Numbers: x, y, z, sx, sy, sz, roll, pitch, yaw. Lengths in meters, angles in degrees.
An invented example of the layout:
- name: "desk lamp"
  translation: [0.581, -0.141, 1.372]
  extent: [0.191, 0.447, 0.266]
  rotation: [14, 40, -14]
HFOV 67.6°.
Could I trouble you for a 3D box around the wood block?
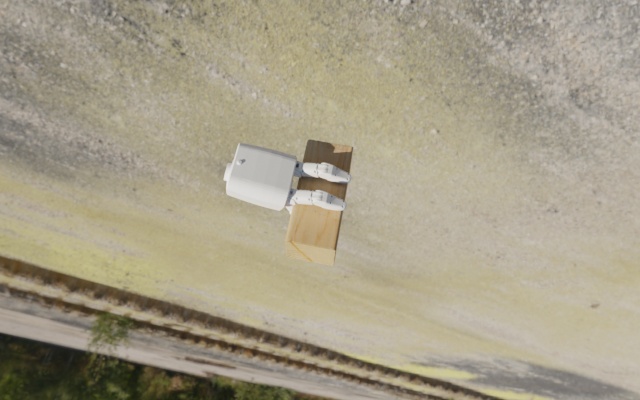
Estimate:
- name: "wood block"
  translation: [0.000, 0.003, 0.881]
  extent: [0.090, 0.206, 0.091]
  rotation: [10, -25, 3]
